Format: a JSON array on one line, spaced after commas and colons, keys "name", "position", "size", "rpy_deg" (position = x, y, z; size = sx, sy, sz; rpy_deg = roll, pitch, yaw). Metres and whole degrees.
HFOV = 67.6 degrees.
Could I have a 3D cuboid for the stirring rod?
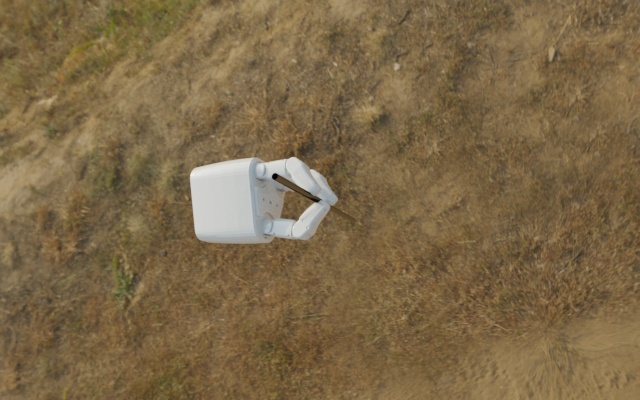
[{"name": "stirring rod", "position": [0.000, 0.002, 0.630], "size": [0.011, 0.011, 0.239], "rpy_deg": [0, -14, 25]}]
